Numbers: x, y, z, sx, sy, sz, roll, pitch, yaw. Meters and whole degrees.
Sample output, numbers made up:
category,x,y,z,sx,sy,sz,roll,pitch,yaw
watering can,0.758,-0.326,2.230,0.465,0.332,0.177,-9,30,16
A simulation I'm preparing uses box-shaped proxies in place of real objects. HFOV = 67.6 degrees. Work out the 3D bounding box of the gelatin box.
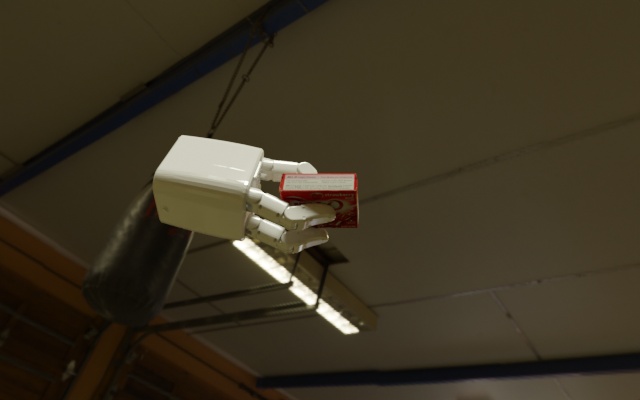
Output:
category,x,y,z,sx,sy,sz,roll,pitch,yaw
gelatin box,0.000,0.001,0.567,0.089,0.030,0.073,0,-38,6
